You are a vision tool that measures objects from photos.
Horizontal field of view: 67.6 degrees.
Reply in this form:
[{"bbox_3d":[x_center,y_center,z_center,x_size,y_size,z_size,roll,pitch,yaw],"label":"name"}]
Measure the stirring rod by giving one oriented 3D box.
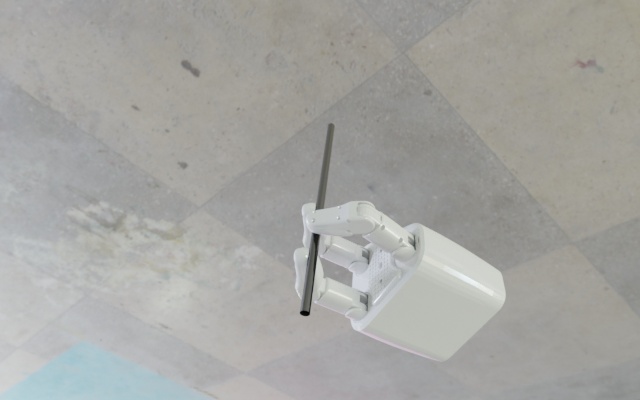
[{"bbox_3d":[0.000,0.001,0.447,0.011,0.011,0.239,4,45,4],"label":"stirring rod"}]
